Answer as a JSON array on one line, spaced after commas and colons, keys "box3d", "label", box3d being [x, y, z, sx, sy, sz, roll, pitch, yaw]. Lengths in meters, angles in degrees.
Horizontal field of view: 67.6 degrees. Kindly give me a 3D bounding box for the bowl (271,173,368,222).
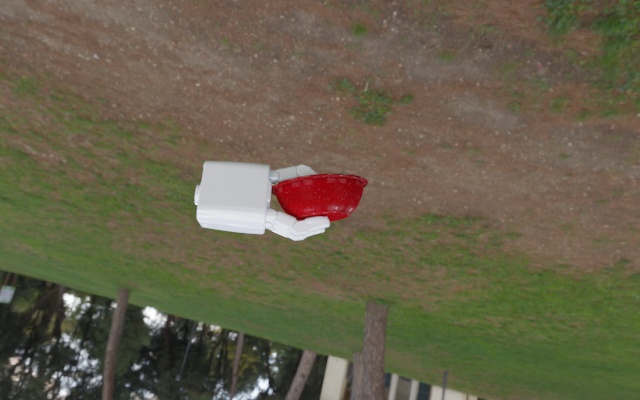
[{"box3d": [0.001, 0.003, 0.787, 0.162, 0.055, 0.162, -5, -12, -1], "label": "bowl"}]
